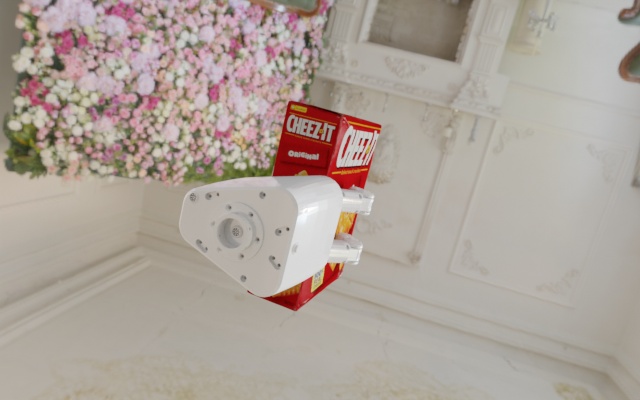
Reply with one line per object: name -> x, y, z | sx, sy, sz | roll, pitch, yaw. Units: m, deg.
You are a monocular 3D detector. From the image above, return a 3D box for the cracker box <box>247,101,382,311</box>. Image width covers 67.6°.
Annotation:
cracker box -> 0.000, 0.002, 0.567 | 0.072, 0.214, 0.164 | 18, 11, 18
